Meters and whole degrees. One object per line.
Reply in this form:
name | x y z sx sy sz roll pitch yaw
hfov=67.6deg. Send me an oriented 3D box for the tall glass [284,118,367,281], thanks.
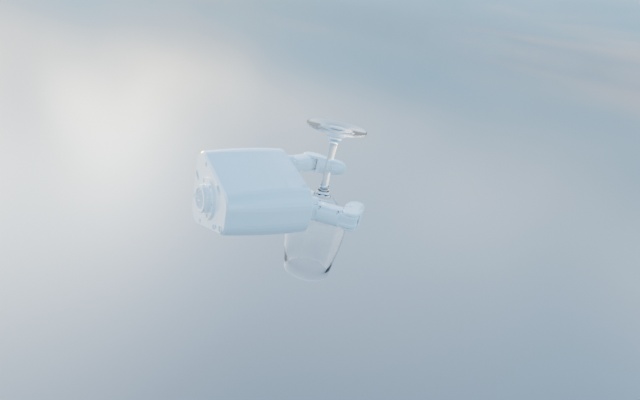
tall glass | 0.000 0.001 0.610 0.079 0.201 0.079 10 21 -4
